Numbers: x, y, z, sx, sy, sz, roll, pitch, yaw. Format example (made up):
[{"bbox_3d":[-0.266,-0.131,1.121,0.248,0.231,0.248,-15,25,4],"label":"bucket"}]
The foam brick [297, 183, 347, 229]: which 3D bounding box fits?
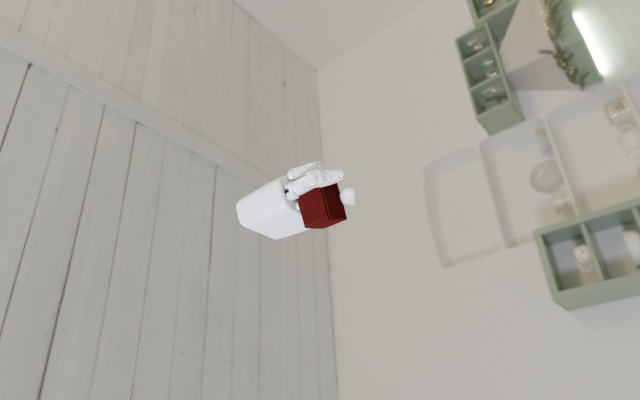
[{"bbox_3d":[0.000,0.003,0.765,0.051,0.078,0.053,-24,-17,31],"label":"foam brick"}]
